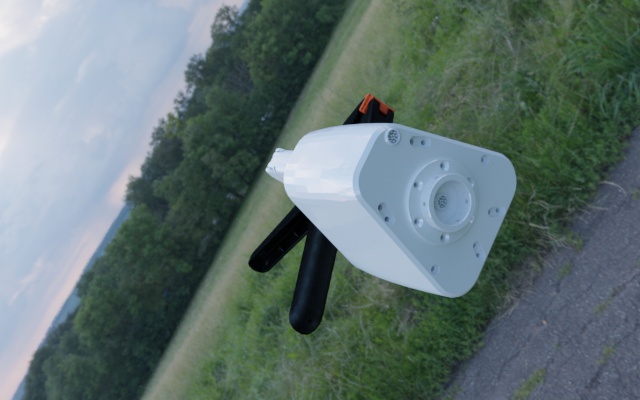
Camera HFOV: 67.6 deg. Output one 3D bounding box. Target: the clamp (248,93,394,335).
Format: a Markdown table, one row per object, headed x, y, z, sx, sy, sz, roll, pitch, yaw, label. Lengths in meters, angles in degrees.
| x | y | z | sx | sy | sz | roll | pitch | yaw | label |
| --- | --- | --- | --- | --- | --- | --- | --- | --- | --- |
| 0.000 | 0.001 | 0.440 | 0.036 | 0.210 | 0.164 | 29 | -8 | -24 | clamp |
